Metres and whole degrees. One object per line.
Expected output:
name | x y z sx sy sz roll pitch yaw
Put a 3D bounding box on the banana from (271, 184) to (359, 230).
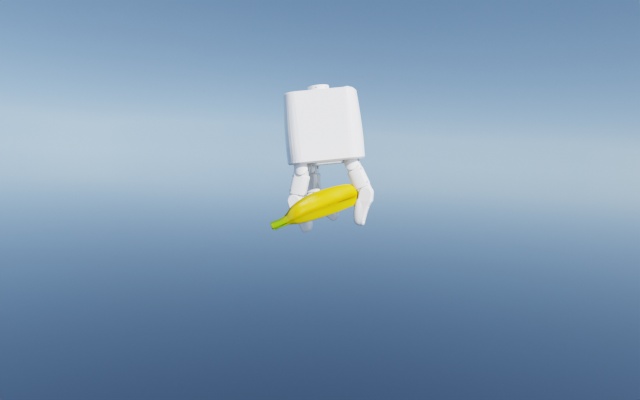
banana | 0.013 0.000 0.694 0.069 0.037 0.198 -12 3 38
